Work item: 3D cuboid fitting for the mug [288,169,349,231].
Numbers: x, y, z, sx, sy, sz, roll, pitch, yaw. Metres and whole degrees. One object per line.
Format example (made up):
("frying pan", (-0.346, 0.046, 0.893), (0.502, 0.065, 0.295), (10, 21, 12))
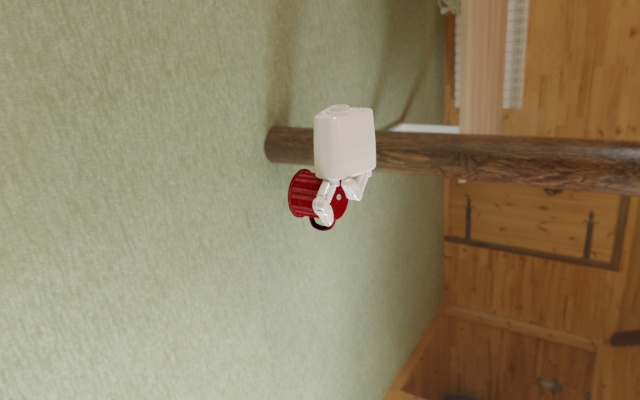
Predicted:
("mug", (0.000, 0.004, 0.879), (0.081, 0.117, 0.093), (9, 24, 31))
